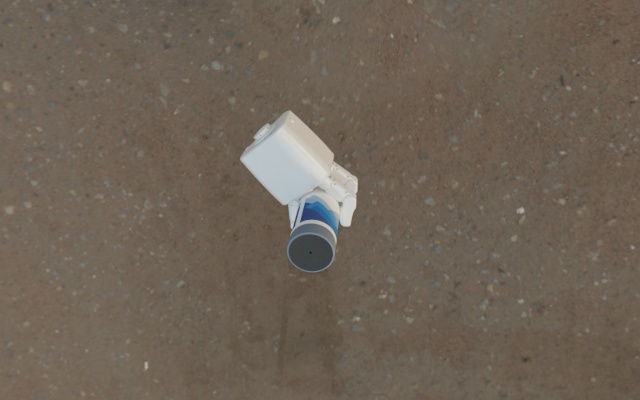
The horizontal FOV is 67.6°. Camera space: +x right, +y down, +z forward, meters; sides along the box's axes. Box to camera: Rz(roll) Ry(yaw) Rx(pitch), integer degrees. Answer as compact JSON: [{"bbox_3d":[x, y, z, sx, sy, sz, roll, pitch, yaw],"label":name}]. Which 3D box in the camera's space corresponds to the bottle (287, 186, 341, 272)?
[{"bbox_3d":[0.000,0.003,0.784,0.069,0.069,0.295,0,28,6],"label":"bottle"}]
